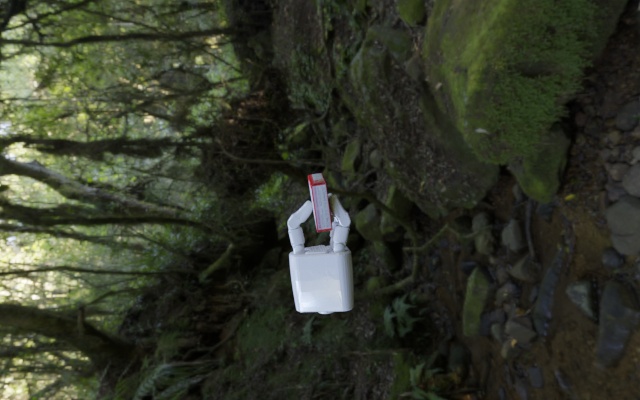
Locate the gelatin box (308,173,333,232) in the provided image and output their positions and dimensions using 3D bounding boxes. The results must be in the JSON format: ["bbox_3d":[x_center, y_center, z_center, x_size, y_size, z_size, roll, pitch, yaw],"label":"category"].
[{"bbox_3d":[0.000,0.003,0.851,0.030,0.089,0.073,-9,17,-2],"label":"gelatin box"}]
